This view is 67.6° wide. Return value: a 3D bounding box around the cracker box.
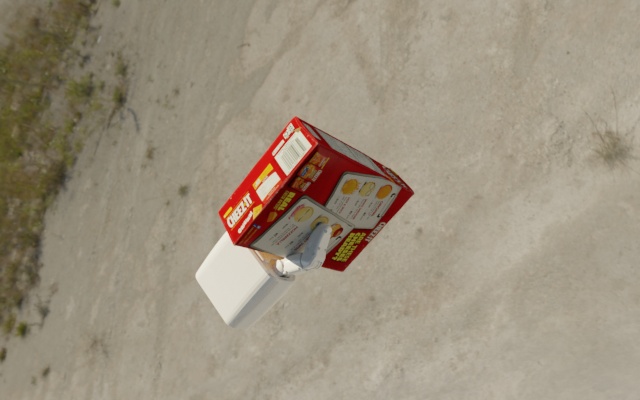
[{"bbox_3d":[0.000,0.002,0.635,0.214,0.164,0.072,21,26,-47],"label":"cracker box"}]
